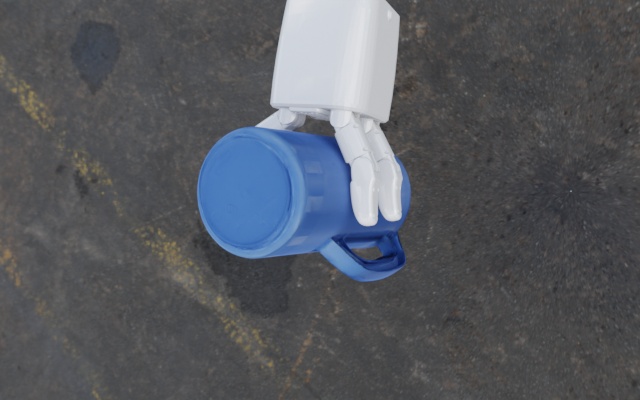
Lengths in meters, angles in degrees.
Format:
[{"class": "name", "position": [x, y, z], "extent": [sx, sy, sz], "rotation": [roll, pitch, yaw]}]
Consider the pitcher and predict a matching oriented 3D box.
[{"class": "pitcher", "position": [0.000, 0.001, 0.484], "extent": [0.149, 0.145, 0.243], "rotation": [12, 6, 27]}]
